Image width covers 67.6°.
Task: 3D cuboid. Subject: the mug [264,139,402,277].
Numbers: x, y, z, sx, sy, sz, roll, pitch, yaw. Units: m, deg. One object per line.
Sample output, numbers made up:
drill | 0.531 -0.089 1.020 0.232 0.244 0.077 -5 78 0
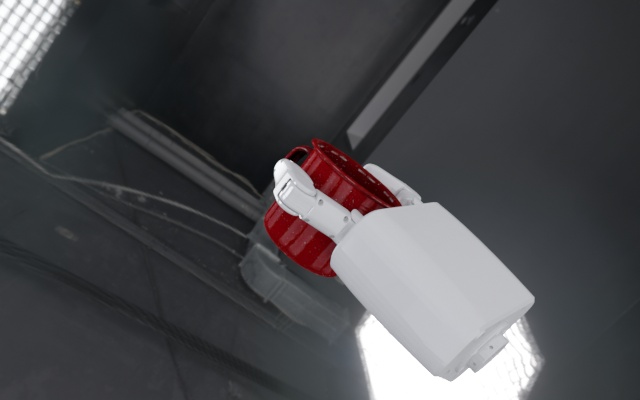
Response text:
mug | -0.001 0.001 0.404 0.117 0.081 0.093 47 16 31
